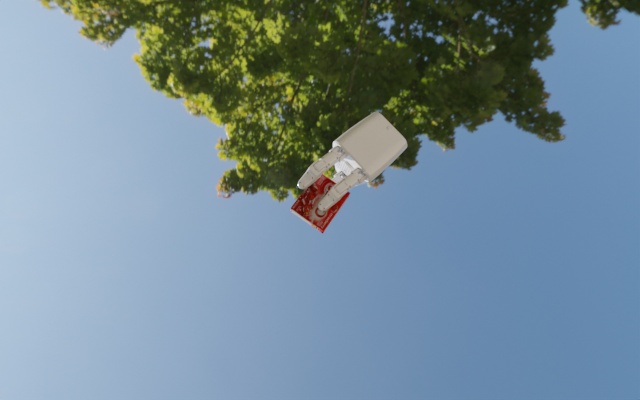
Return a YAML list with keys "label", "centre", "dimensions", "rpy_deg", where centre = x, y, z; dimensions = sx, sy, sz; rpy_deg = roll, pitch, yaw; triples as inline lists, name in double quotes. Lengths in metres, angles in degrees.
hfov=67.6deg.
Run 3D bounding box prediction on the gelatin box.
- label: "gelatin box"
  centre: [0.000, 0.003, 0.864]
  dimensions: [0.073, 0.089, 0.030]
  rpy_deg: [35, -14, 5]
